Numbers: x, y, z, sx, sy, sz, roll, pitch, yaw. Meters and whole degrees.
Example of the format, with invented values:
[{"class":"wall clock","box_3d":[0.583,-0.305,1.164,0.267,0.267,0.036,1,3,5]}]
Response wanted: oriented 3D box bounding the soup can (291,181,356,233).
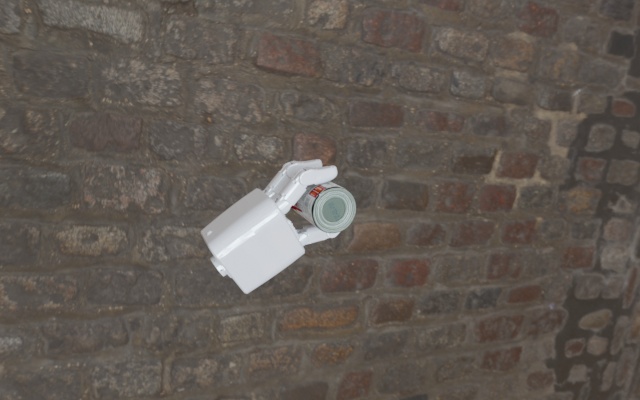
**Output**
[{"class":"soup can","box_3d":[0.001,0.002,0.695,0.068,0.068,0.102,0,13,-23]}]
